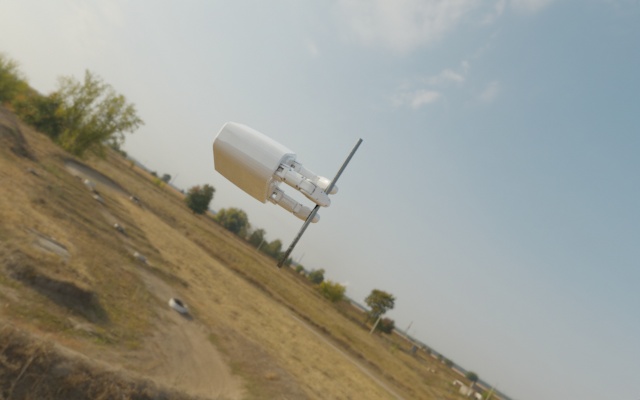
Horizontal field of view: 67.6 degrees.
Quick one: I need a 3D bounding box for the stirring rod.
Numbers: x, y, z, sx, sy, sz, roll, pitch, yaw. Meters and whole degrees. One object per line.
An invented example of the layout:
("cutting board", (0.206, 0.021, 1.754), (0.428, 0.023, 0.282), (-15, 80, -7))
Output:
("stirring rod", (0.000, 0.002, 0.744), (0.011, 0.239, 0.011), (32, -8, 5))
